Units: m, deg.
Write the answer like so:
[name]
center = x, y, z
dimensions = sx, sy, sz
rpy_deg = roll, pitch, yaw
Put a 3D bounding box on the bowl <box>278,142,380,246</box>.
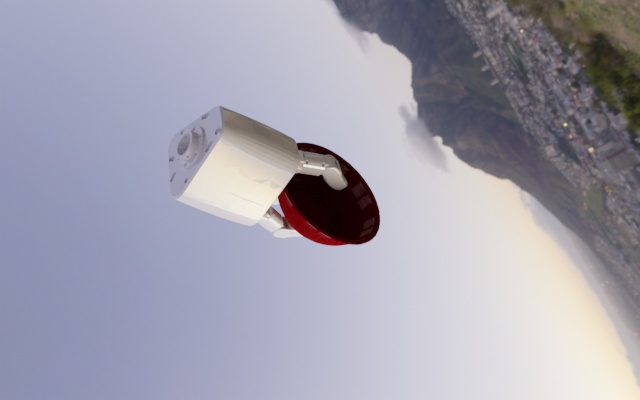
[bowl]
center = 0.001, 0.003, 0.629
dimensions = 0.162, 0.162, 0.055
rpy_deg = 0, -35, -43
